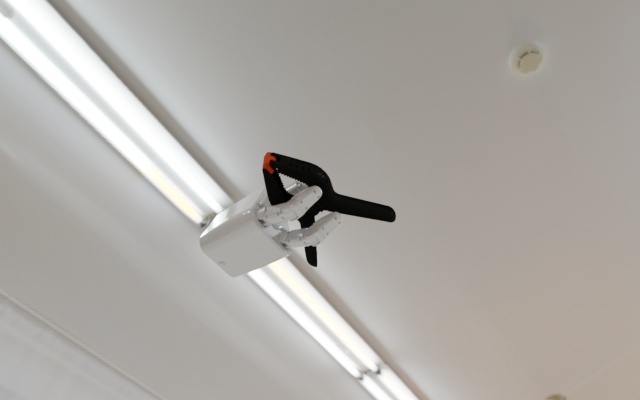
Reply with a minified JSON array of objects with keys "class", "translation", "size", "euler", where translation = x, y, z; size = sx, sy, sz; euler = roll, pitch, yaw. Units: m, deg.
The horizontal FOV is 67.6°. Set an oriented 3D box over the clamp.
[{"class":"clamp","translation":[0.000,0.002,0.695],"size":[0.164,0.210,0.036],"euler":[-28,34,18]}]
